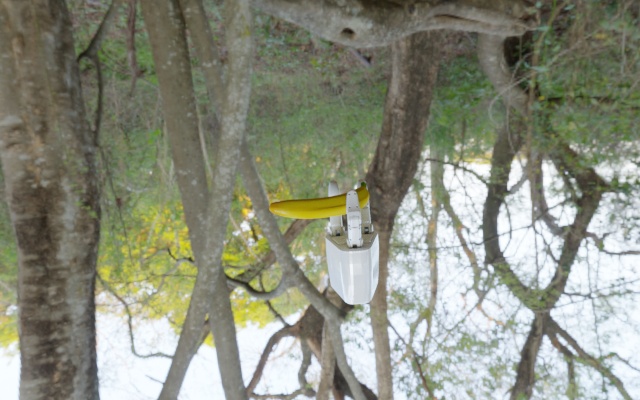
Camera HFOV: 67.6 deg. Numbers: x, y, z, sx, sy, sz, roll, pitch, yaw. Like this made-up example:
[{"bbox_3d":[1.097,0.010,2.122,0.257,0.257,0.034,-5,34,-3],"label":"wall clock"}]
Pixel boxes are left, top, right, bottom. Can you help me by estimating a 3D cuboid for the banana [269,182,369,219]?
[{"bbox_3d":[0.011,0.006,0.846,0.198,0.037,0.069,-11,18,-23],"label":"banana"}]
